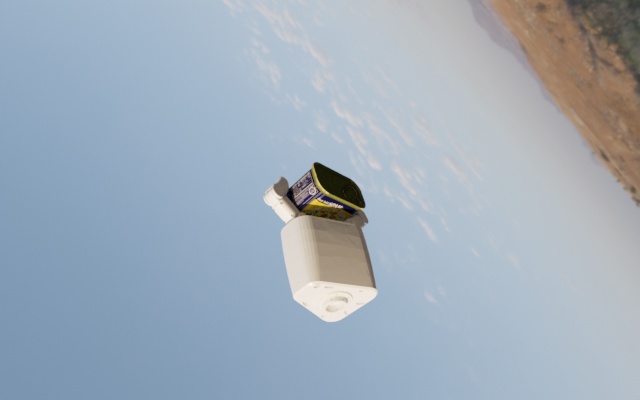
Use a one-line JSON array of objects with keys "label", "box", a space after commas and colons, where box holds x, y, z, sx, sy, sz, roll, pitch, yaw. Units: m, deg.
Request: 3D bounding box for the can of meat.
[{"label": "can of meat", "box": [0.000, 0.002, 0.693, 0.102, 0.057, 0.084, 23, -52, -41]}]
